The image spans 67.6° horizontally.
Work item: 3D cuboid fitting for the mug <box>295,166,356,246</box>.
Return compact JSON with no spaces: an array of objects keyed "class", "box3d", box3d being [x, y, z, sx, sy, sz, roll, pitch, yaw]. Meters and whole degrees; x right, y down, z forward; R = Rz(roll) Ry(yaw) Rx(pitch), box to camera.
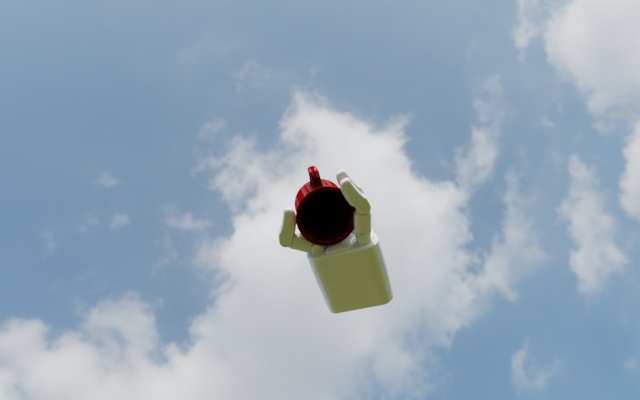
[{"class":"mug","box3d":[0.000,0.001,0.737,0.093,0.117,0.081,-19,18,-4]}]
